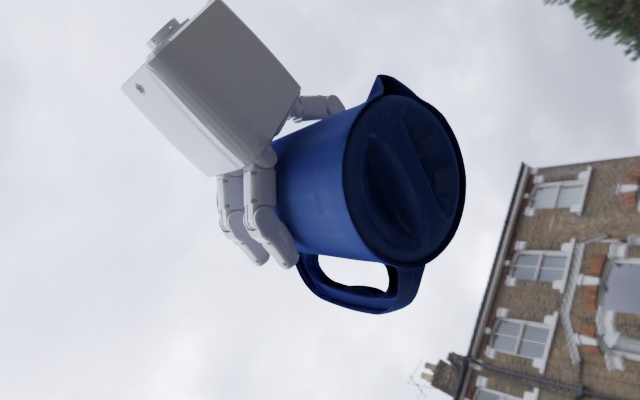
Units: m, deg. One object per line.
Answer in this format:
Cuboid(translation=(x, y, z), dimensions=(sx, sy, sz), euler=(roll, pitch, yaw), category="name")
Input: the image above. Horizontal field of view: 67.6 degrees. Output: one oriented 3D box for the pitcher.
Cuboid(translation=(0.000, 0.001, 0.446), dimensions=(0.145, 0.149, 0.243), euler=(46, -28, -24), category="pitcher")
